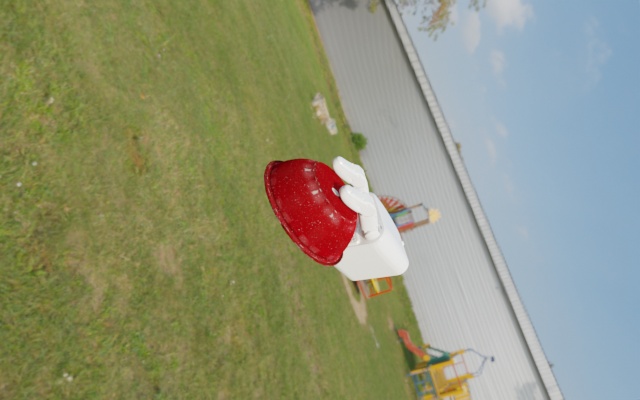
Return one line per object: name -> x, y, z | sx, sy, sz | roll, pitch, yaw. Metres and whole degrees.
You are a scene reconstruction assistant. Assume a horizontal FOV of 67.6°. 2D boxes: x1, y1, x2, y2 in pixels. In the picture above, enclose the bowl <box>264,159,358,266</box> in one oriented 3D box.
bowl -> 0.000, 0.001, 0.623 | 0.055, 0.162, 0.162 | -34, -14, 22
